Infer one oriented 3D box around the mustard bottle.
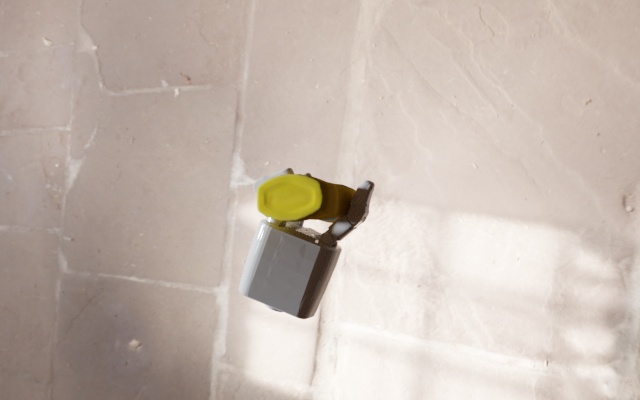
[{"bbox_3d":[0.000,0.002,0.653,0.096,0.058,0.191,-4,-5,23],"label":"mustard bottle"}]
